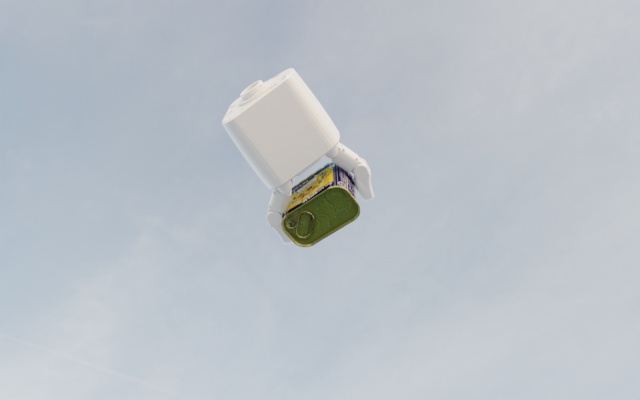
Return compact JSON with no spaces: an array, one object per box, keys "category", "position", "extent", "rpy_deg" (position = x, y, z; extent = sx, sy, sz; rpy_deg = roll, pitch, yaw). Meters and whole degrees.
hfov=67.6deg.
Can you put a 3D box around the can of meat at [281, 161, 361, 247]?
[{"category":"can of meat","position":[0.000,0.002,0.641],"extent":[0.102,0.057,0.084],"rpy_deg":[-33,25,17]}]
